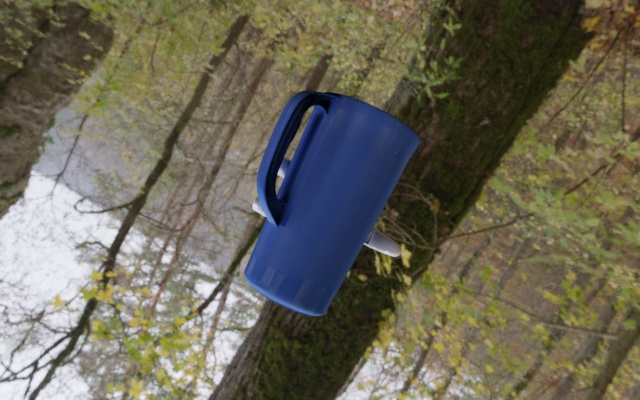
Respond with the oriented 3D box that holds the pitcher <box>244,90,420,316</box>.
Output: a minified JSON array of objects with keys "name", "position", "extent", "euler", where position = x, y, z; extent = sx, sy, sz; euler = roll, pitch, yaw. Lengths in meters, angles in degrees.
[{"name":"pitcher","position":[0.000,0.002,0.560],"extent":[0.149,0.243,0.145],"euler":[26,-3,5]}]
